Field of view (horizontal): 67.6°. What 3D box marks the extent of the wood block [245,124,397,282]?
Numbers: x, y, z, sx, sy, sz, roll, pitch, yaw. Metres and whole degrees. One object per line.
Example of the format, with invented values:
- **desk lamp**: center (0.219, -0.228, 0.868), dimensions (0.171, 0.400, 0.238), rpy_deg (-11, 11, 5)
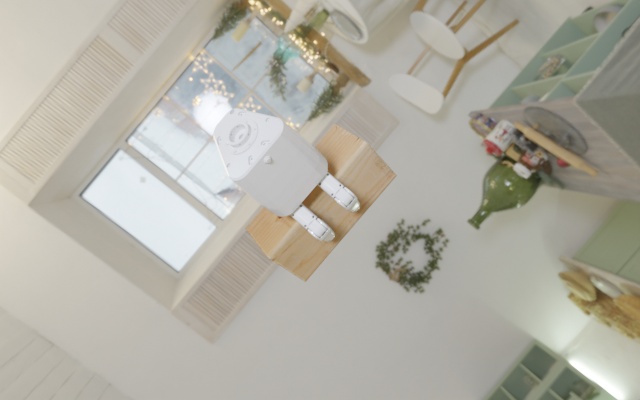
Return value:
- **wood block**: center (0.000, 0.002, 0.706), dimensions (0.090, 0.206, 0.090), rpy_deg (40, 1, -40)
